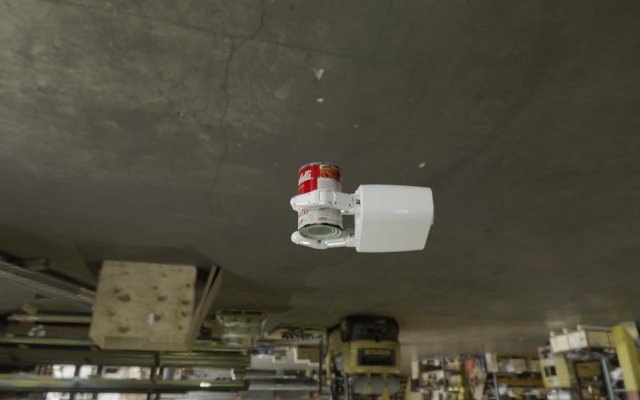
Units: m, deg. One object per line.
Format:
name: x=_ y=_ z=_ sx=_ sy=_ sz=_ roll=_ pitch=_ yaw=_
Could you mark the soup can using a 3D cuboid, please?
soup can: x=0.000 y=0.003 z=0.728 sx=0.068 sy=0.102 sz=0.068 roll=0 pitch=-24 yaw=0
